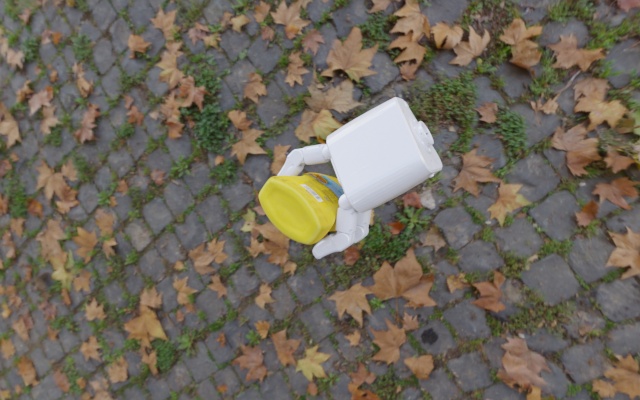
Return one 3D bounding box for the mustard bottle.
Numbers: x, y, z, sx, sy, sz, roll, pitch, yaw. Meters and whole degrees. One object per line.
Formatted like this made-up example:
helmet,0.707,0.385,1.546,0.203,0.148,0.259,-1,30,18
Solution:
mustard bottle,0.000,0.002,0.663,0.096,0.058,0.191,42,21,15
